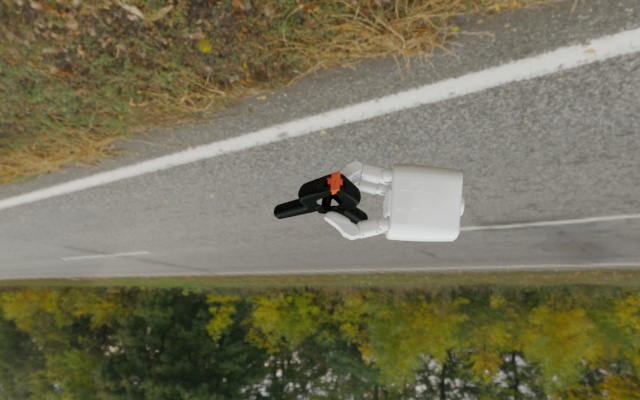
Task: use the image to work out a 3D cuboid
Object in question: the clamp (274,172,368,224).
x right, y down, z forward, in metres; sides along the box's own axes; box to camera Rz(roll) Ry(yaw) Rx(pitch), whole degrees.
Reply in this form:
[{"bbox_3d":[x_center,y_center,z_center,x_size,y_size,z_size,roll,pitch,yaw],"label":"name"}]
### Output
[{"bbox_3d":[0.000,0.003,0.753,0.164,0.036,0.210,2,-16,1],"label":"clamp"}]
